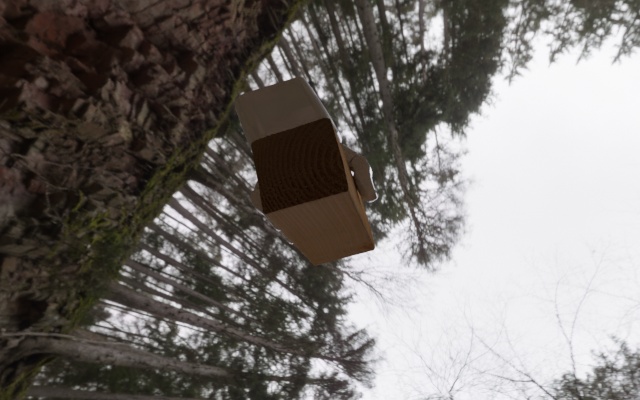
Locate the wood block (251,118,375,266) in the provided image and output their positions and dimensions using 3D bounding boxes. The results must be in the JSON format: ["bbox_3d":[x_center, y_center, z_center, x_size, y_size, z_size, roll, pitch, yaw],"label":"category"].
[{"bbox_3d":[0.000,0.001,0.574,0.091,0.090,0.206,-17,-25,7],"label":"wood block"}]
